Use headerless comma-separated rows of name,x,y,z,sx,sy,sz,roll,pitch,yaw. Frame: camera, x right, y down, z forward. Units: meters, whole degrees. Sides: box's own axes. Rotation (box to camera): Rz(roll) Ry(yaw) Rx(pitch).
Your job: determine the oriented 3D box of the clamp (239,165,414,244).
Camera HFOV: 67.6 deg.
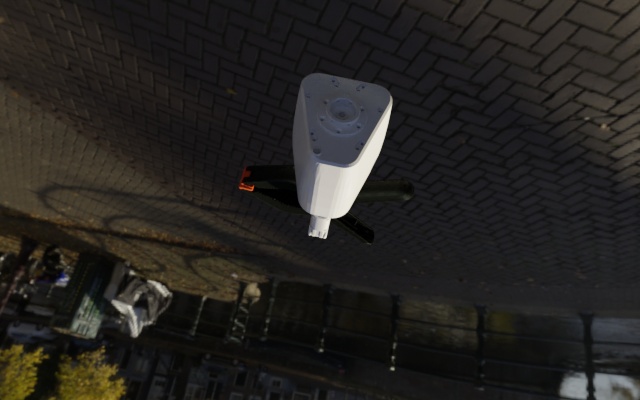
clamp,-0.001,0.003,0.624,0.210,0.036,0.165,12,-29,0
